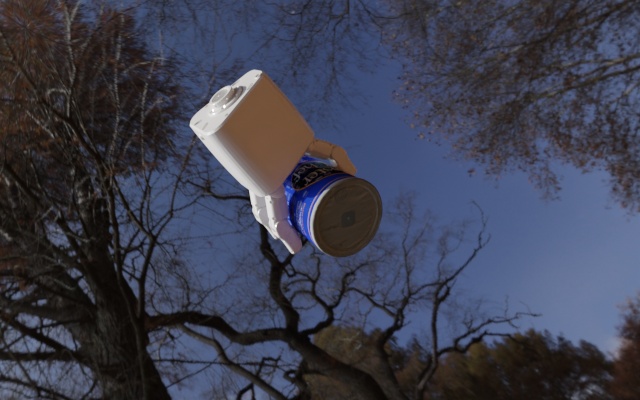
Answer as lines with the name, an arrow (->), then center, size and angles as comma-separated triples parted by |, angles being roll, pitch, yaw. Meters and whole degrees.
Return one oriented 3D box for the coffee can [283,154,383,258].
coffee can -> 0.000, 0.002, 0.637 | 0.103, 0.103, 0.140 | 0, 17, -32
